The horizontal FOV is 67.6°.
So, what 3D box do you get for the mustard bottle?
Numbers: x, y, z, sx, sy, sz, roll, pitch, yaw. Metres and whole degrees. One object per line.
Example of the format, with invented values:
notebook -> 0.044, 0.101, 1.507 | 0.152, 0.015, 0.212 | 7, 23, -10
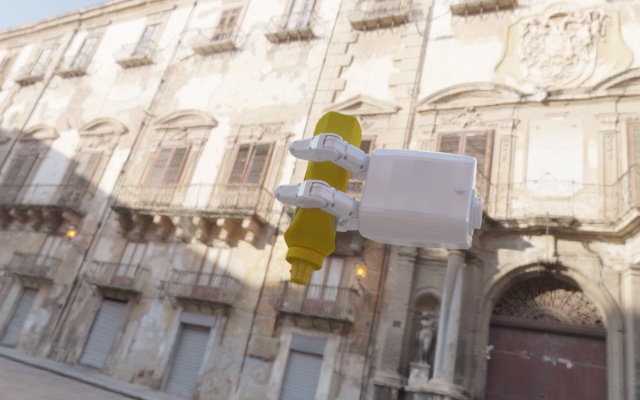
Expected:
mustard bottle -> 0.000, 0.001, 0.540 | 0.058, 0.191, 0.096 | 15, -23, -2
